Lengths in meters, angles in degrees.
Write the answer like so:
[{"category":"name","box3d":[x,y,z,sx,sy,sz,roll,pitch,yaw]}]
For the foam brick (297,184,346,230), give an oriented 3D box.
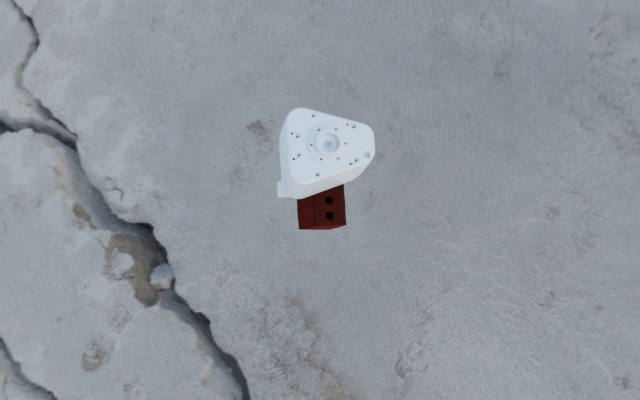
[{"category":"foam brick","box3d":[0.000,0.003,0.687,0.053,0.078,0.051,0,-8,-30]}]
